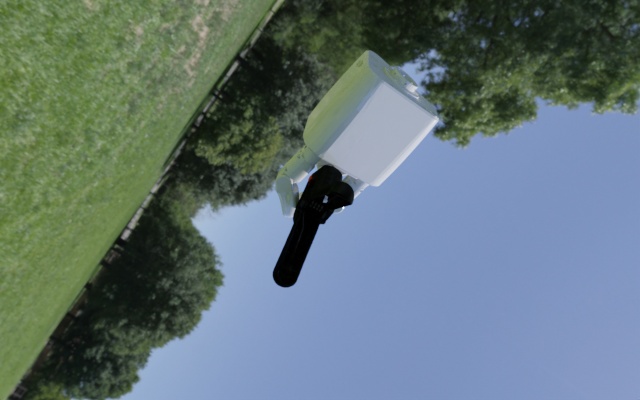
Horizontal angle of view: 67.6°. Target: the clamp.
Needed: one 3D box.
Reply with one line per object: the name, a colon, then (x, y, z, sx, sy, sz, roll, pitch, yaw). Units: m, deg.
clamp: (0.001, 0.002, 0.499, 0.039, 0.120, 0.171, 35, 28, -14)
